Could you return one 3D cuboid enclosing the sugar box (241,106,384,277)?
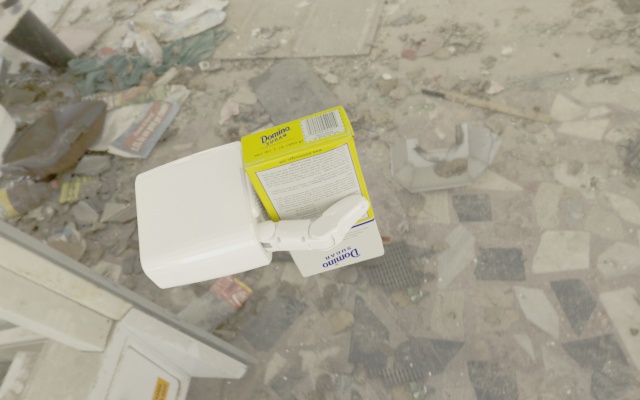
[{"bbox_3d":[0.000,0.001,0.453,0.093,0.048,0.176,-16,-39,4],"label":"sugar box"}]
